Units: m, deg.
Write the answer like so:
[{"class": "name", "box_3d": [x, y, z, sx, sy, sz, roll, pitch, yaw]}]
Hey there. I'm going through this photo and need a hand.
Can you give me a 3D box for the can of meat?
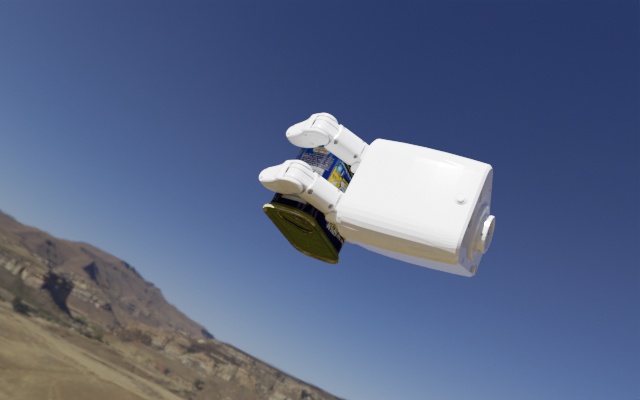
[{"class": "can of meat", "box_3d": [0.000, 0.001, 0.477, 0.057, 0.084, 0.102, 14, -26, 31]}]
